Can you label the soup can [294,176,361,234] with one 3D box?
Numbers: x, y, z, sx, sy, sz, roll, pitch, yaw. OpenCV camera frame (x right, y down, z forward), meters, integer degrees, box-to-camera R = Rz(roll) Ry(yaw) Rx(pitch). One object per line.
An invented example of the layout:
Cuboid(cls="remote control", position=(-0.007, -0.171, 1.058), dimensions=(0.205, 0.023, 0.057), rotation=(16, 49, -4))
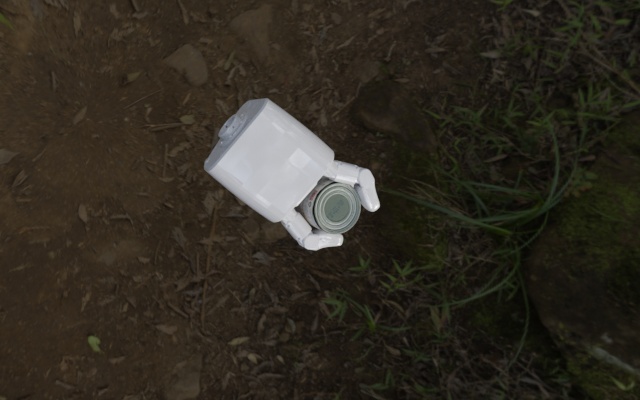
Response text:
Cuboid(cls="soup can", position=(0.001, 0.002, 0.631), dimensions=(0.068, 0.068, 0.102), rotation=(0, 9, -26))
